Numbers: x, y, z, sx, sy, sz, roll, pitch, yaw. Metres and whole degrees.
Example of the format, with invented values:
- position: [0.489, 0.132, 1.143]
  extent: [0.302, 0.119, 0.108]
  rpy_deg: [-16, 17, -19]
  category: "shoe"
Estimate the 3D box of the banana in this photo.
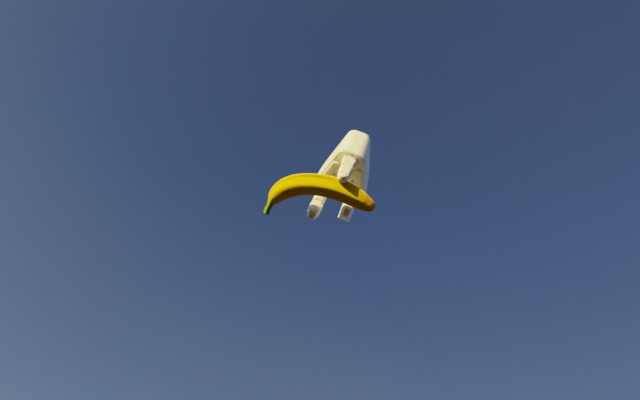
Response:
- position: [-0.006, -0.014, 0.814]
  extent: [0.198, 0.070, 0.037]
  rpy_deg: [-1, 28, 15]
  category: "banana"
